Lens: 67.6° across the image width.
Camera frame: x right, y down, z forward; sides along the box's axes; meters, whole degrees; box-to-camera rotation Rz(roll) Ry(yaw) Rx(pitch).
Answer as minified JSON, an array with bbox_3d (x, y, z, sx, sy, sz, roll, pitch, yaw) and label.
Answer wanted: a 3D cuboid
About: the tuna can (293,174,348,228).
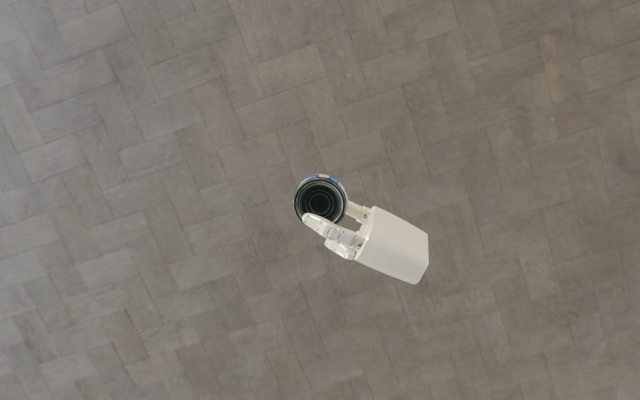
[{"bbox_3d":[0.000,0.003,0.751,0.086,0.086,0.033,0,13,7],"label":"tuna can"}]
